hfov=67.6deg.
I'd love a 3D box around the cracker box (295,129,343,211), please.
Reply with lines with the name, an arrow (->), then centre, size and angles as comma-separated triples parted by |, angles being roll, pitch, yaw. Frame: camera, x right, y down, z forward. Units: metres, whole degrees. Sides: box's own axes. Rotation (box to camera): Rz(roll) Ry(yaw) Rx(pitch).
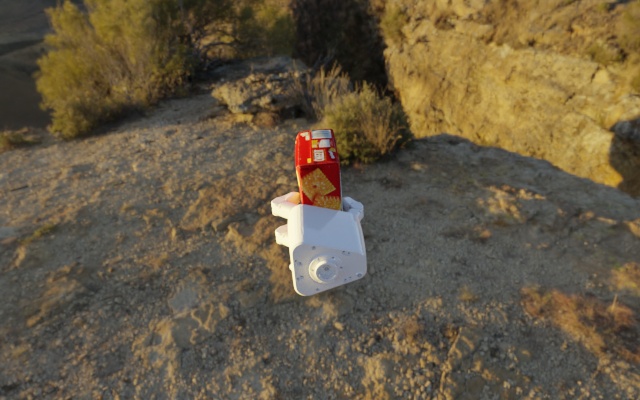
cracker box -> 0.000, 0.003, 0.832 | 0.072, 0.214, 0.164 | -4, 27, 0
